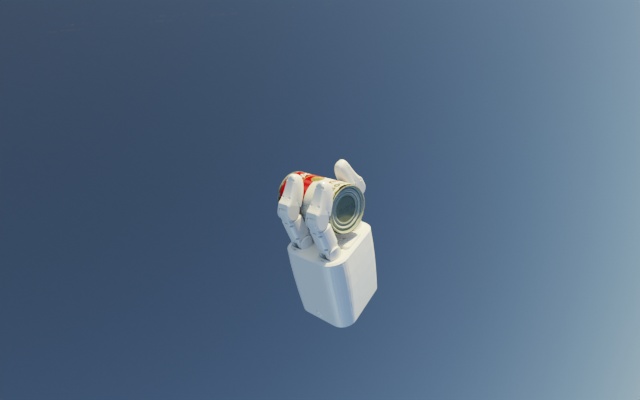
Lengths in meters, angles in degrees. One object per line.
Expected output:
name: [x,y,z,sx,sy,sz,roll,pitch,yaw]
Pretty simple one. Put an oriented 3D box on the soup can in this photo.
soup can: [0.000,0.002,0.640,0.068,0.068,0.102,0,11,-44]
